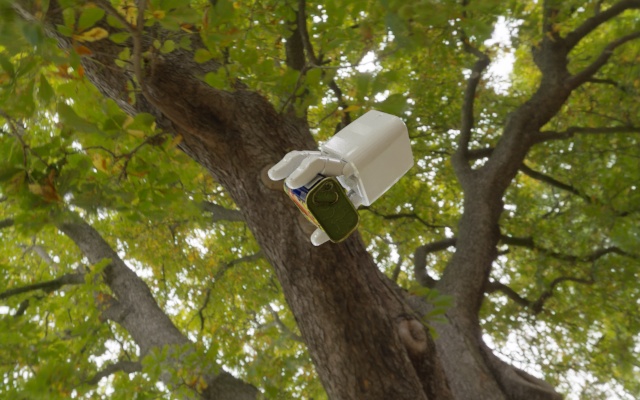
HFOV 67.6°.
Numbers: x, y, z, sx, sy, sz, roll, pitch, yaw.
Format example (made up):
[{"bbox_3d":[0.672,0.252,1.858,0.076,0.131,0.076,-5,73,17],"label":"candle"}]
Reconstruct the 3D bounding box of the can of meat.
[{"bbox_3d":[0.000,0.002,0.706,0.057,0.102,0.084,-42,33,-10],"label":"can of meat"}]
